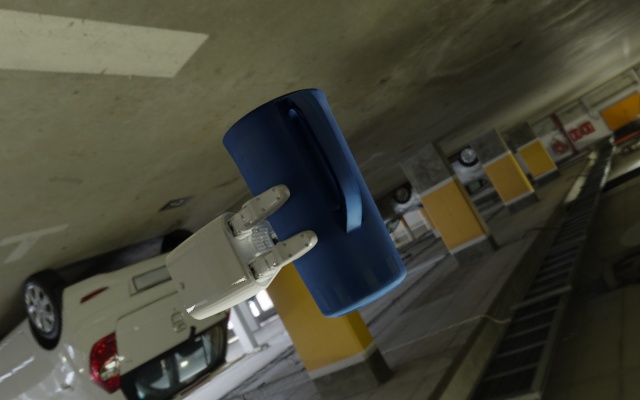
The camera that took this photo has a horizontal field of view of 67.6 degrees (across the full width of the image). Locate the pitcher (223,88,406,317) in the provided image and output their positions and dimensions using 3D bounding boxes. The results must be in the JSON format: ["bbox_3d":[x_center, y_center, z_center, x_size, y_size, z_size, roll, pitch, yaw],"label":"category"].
[{"bbox_3d":[0.000,0.002,0.543,0.145,0.243,0.149,-31,-7,22],"label":"pitcher"}]
